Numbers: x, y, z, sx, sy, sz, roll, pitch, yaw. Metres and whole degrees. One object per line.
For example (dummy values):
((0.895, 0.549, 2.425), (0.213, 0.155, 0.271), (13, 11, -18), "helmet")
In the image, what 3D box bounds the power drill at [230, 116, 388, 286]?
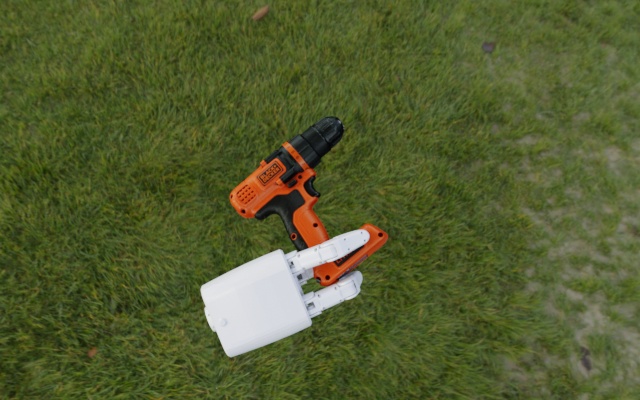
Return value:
((0.000, 0.003, 0.626), (0.184, 0.187, 0.057), (-41, -15, 0), "power drill")
